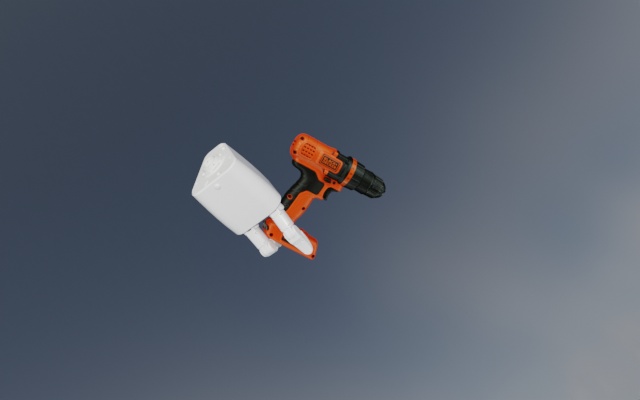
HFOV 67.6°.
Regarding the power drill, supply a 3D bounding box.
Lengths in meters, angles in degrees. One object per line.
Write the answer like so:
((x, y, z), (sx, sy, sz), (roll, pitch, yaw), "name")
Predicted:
((0.000, 0.003, 0.824), (0.184, 0.187, 0.057), (28, 3, -15), "power drill")
